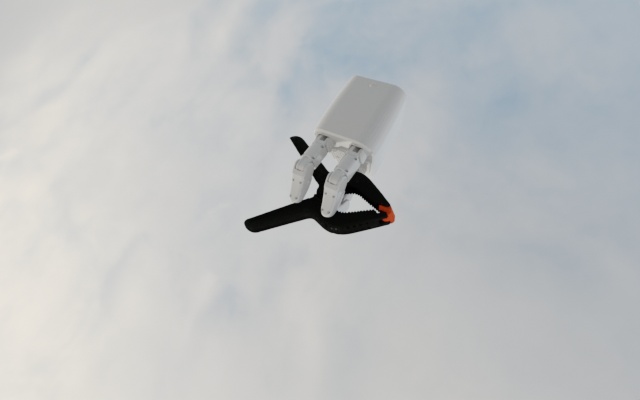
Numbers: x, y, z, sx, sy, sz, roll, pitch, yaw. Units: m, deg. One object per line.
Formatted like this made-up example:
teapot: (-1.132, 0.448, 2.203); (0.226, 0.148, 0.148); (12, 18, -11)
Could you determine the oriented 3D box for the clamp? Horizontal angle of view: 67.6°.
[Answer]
clamp: (0.001, 0.003, 0.669); (0.210, 0.164, 0.036); (23, -17, 30)
